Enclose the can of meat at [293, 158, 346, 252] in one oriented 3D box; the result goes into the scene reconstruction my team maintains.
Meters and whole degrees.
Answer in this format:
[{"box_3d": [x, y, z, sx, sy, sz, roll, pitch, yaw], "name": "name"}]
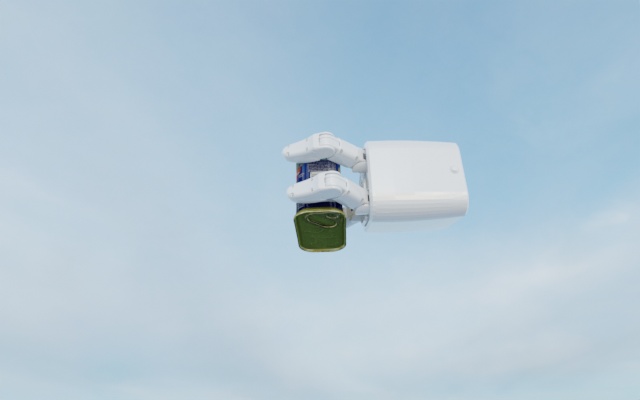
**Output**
[{"box_3d": [0.000, 0.002, 0.561, 0.057, 0.084, 0.102, -2, -30, 2], "name": "can of meat"}]
